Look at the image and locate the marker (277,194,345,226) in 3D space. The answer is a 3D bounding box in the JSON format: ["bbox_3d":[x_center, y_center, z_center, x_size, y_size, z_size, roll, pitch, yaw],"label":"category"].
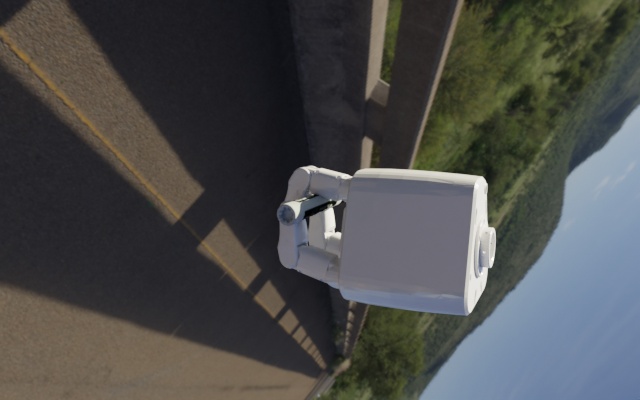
[{"bbox_3d":[0.000,0.001,0.447,0.020,0.020,0.121,0,10,29],"label":"marker"}]
